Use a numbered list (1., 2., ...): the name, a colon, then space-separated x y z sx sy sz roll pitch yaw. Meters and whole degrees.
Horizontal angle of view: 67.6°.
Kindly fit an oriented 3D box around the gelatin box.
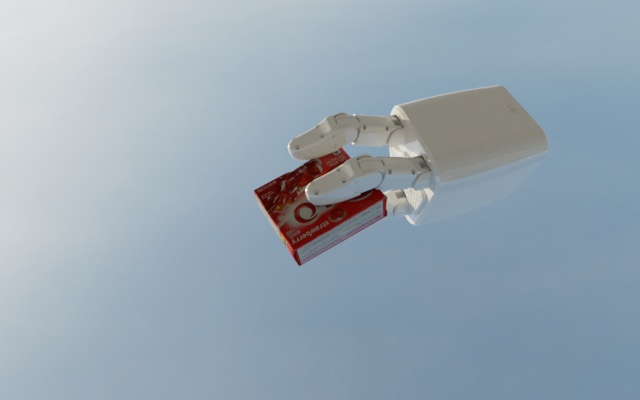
1. gelatin box: 0.000 0.002 0.401 0.089 0.073 0.030 -29 -36 -12
